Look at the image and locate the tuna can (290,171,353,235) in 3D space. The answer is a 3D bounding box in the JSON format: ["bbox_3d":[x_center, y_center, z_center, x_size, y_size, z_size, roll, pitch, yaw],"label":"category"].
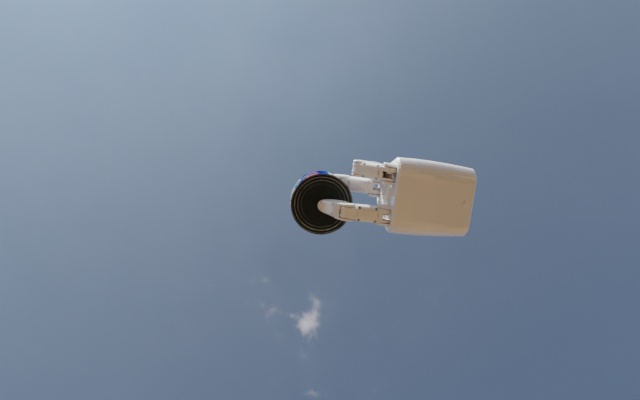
[{"bbox_3d":[0.000,0.002,0.669,0.086,0.086,0.033,0,12,-7],"label":"tuna can"}]
